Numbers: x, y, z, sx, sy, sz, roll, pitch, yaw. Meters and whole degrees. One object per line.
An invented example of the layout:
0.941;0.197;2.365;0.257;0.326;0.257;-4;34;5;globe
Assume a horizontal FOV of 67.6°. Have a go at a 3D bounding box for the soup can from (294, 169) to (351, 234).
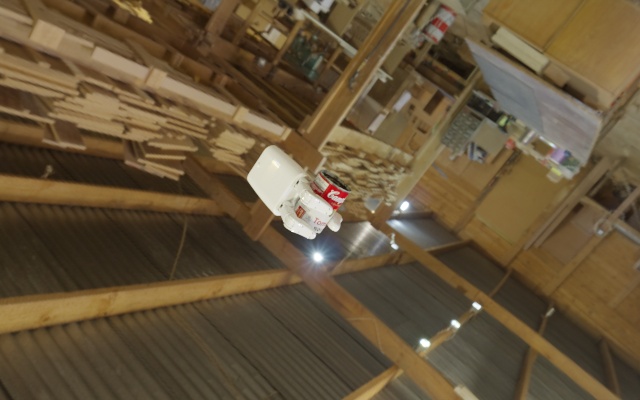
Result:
0.000;0.003;0.883;0.068;0.102;0.068;33;15;-10;soup can
